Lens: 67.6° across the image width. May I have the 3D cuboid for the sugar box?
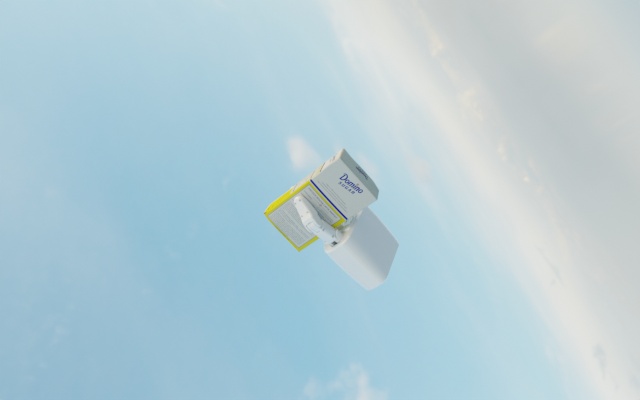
[{"bbox_3d":[0.000,0.002,0.783,0.176,0.093,0.048,-35,16,26],"label":"sugar box"}]
